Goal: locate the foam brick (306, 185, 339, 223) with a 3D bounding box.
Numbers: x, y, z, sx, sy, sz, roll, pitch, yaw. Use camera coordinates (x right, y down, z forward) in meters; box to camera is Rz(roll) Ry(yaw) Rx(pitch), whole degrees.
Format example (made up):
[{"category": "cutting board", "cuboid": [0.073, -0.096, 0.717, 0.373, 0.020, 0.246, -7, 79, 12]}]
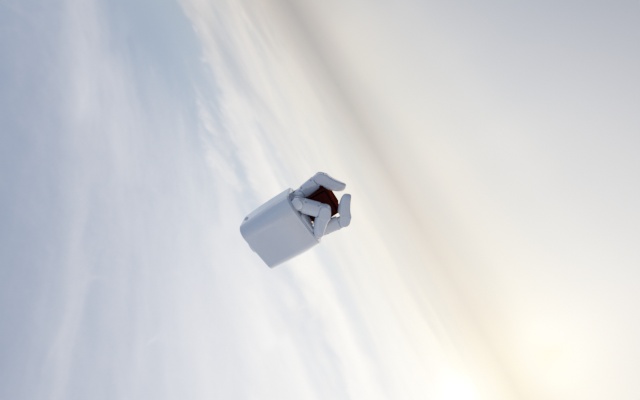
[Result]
[{"category": "foam brick", "cuboid": [0.000, 0.003, 0.887, 0.051, 0.053, 0.078, -31, 13, 9]}]
